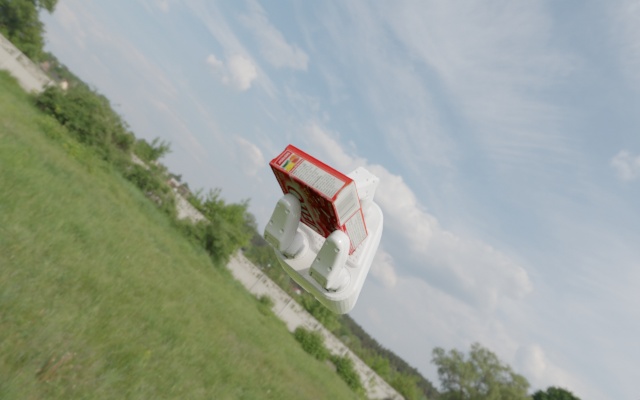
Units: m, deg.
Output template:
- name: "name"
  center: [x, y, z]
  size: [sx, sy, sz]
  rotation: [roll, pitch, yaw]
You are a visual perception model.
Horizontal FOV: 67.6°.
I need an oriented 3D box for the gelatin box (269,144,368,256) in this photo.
- name: "gelatin box"
  center: [0.000, 0.001, 0.417]
  size: [0.073, 0.030, 0.089]
  rotation: [33, -21, 31]
